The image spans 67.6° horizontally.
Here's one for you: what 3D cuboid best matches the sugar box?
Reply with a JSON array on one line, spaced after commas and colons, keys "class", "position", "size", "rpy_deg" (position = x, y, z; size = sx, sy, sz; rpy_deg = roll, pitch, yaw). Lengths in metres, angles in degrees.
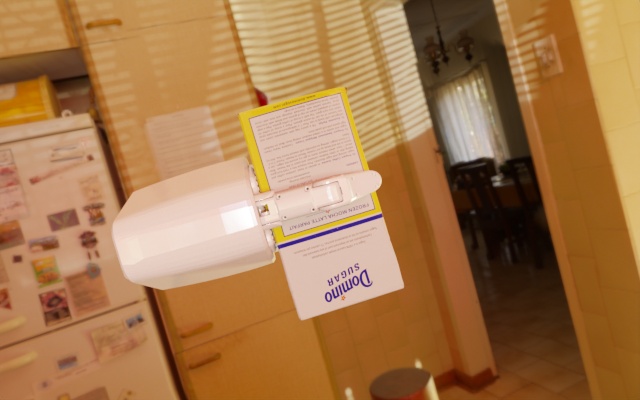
[{"class": "sugar box", "position": [0.000, 0.001, 0.406], "size": [0.093, 0.176, 0.048], "rpy_deg": [-16, 3, -5]}]
